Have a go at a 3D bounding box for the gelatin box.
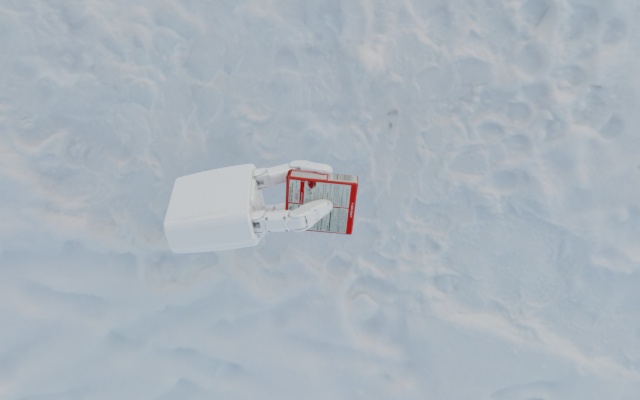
[{"bbox_3d":[0.000,0.002,0.606,0.089,0.073,0.030,6,25,2],"label":"gelatin box"}]
